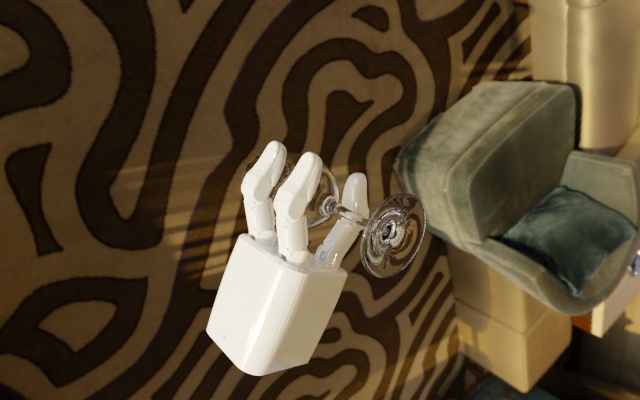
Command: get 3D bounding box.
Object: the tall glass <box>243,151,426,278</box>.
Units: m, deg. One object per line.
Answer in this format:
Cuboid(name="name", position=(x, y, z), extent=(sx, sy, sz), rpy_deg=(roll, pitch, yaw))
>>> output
Cuboid(name="tall glass", position=(0.001, 0.002, 0.464), extent=(0.079, 0.079, 0.201), rpy_deg=(0, 17, -40))
